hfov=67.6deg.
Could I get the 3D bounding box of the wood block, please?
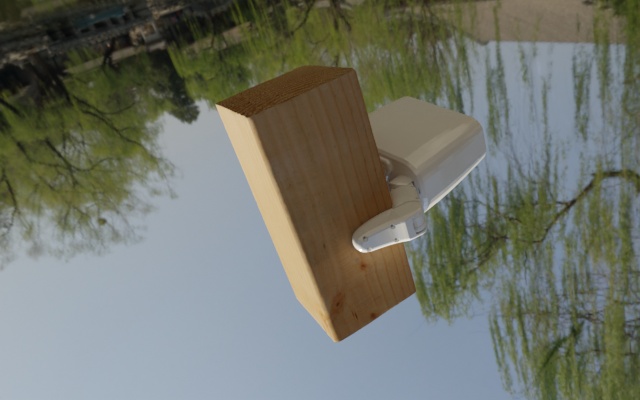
[{"bbox_3d":[0.001,0.001,0.406,0.090,0.206,0.090,-28,26,-17],"label":"wood block"}]
